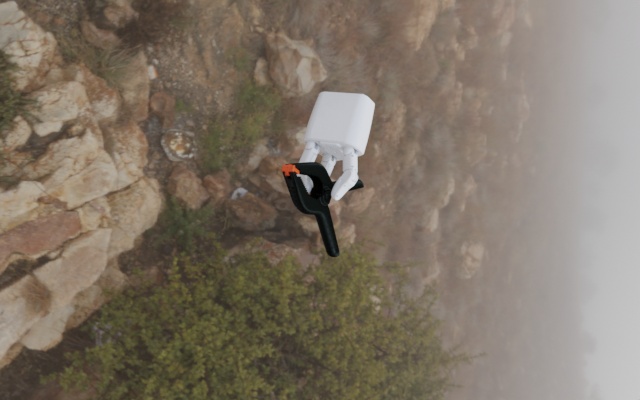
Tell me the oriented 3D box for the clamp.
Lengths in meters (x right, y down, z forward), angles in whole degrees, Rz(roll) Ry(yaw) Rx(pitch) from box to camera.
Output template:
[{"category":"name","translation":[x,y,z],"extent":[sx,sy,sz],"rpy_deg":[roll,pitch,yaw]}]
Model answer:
[{"category":"clamp","translation":[0.001,0.002,0.865],"extent":[0.036,0.164,0.210],"rpy_deg":[4,-19,40]}]
